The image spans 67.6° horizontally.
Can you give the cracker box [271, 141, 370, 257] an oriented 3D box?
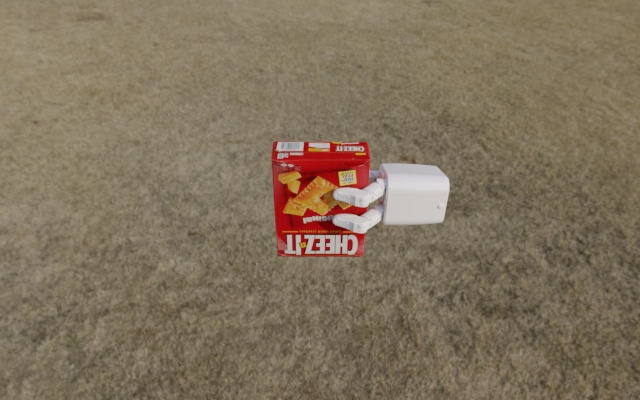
[{"bbox_3d":[0.000,0.003,0.850,0.164,0.214,0.072,1,35,0],"label":"cracker box"}]
